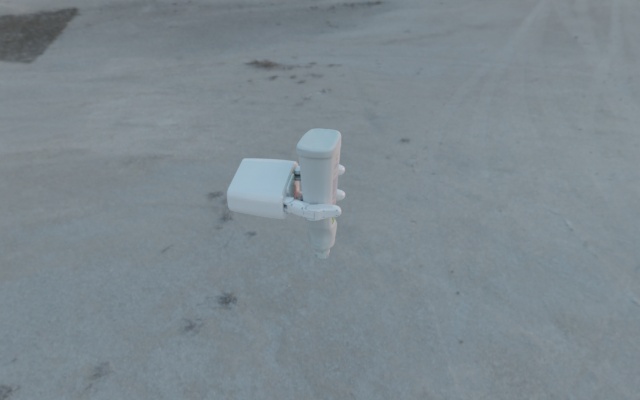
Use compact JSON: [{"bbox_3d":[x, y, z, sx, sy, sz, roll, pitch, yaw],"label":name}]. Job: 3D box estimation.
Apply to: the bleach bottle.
[{"bbox_3d":[0.000,0.003,0.871,0.068,0.251,0.102,7,30,12],"label":"bleach bottle"}]
